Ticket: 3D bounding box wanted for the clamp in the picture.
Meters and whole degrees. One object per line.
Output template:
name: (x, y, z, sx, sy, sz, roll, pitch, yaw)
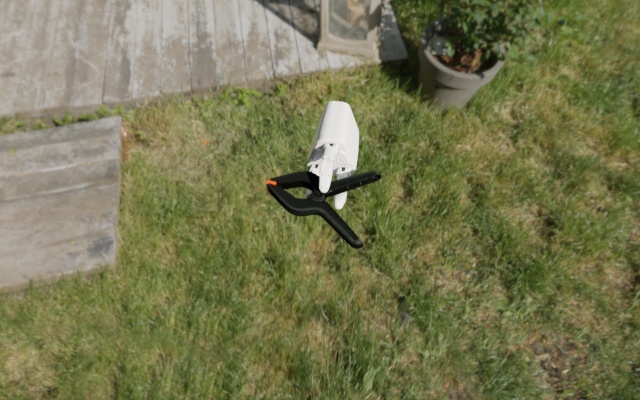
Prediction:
clamp: (0.000, 0.002, 0.872, 0.210, 0.164, 0.036, 8, -33, 4)
